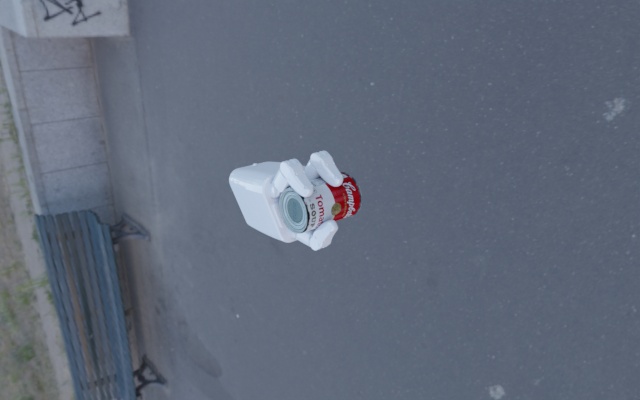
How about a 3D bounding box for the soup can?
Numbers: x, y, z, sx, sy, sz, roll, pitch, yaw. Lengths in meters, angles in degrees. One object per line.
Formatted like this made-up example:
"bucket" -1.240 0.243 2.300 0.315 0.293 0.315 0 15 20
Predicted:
"soup can" 0.000 0.003 0.686 0.102 0.068 0.068 -17 11 -37
